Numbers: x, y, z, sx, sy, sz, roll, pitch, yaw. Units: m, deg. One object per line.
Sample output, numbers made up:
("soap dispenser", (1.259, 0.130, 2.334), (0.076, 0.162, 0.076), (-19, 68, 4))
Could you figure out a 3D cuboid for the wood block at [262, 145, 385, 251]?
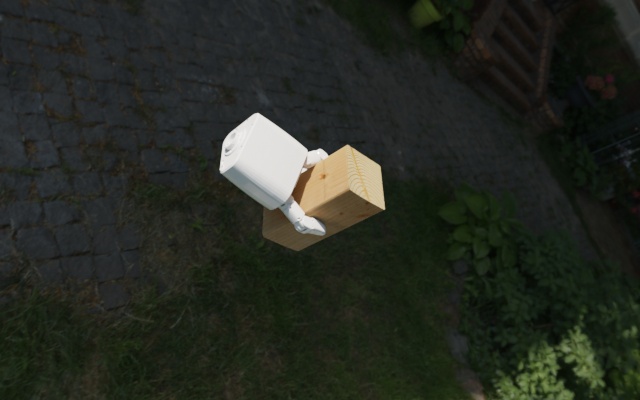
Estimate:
("wood block", (0.000, 0.003, 0.829), (0.206, 0.090, 0.090), (-29, -42, 36))
